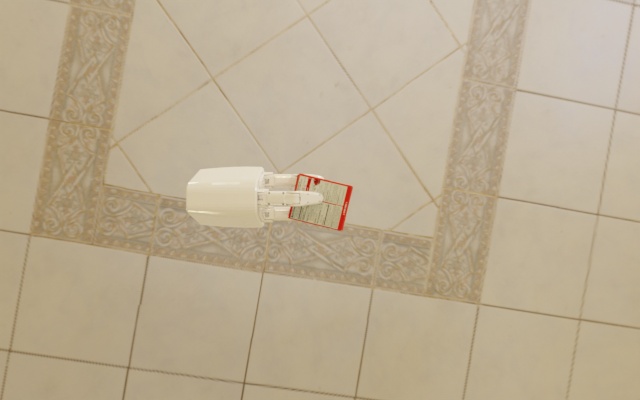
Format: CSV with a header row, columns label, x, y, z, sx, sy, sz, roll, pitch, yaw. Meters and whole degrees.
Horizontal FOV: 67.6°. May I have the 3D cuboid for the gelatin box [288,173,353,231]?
label,x,y,z,sx,sy,sz,roll,pitch,yaw
gelatin box,0.000,0.003,0.749,0.089,0.073,0.030,13,2,4
